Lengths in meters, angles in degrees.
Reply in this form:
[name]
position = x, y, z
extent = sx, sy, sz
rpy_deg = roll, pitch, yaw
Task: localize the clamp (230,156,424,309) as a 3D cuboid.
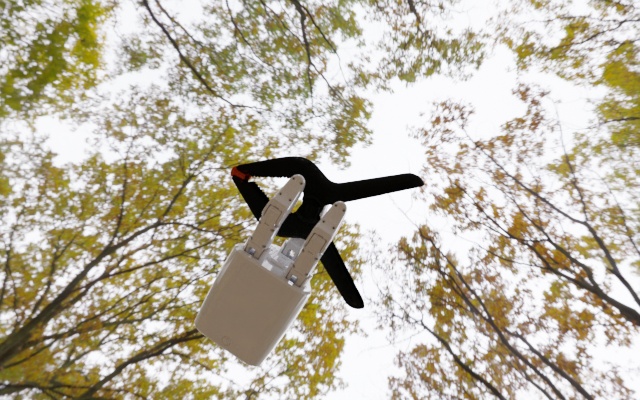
[clamp]
position = 0.000, 0.002, 0.541
extent = 0.210, 0.164, 0.036
rpy_deg = 32, 6, 6
